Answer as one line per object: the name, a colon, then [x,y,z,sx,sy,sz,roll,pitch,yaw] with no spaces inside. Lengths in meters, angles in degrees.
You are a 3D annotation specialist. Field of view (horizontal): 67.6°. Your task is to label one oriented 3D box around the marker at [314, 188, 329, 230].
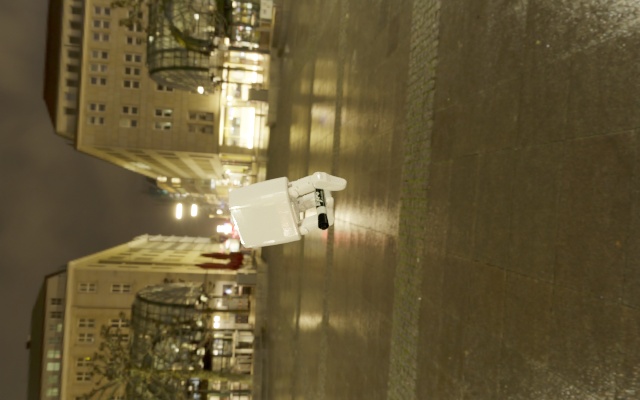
marker: [0.000,0.003,0.808,0.020,0.121,0.020,-4,-44,-4]
